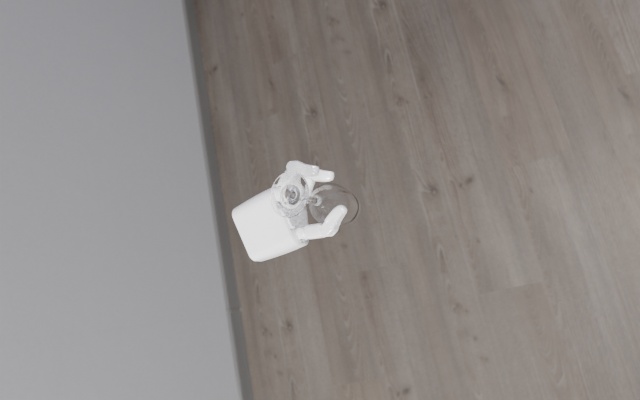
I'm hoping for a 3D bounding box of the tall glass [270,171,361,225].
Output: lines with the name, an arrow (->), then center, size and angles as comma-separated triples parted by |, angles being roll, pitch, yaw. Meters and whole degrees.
tall glass -> 0.000, 0.003, 0.841 | 0.079, 0.079, 0.201 | 0, -7, 31
